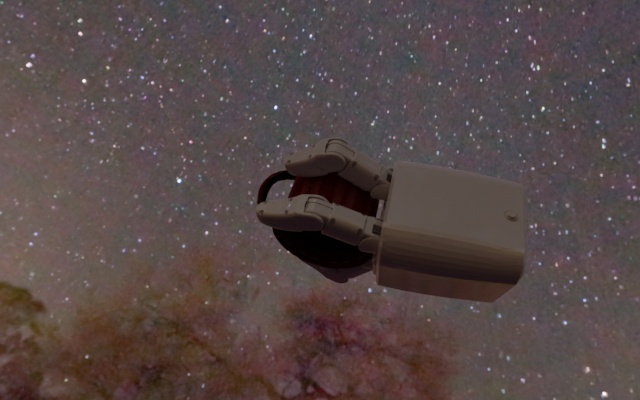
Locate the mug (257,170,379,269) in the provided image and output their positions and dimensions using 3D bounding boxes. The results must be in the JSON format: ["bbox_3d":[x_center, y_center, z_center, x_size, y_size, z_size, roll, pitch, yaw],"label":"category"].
[{"bbox_3d":[-0.001,0.001,0.443,0.117,0.081,0.093,11,-38,10],"label":"mug"}]
